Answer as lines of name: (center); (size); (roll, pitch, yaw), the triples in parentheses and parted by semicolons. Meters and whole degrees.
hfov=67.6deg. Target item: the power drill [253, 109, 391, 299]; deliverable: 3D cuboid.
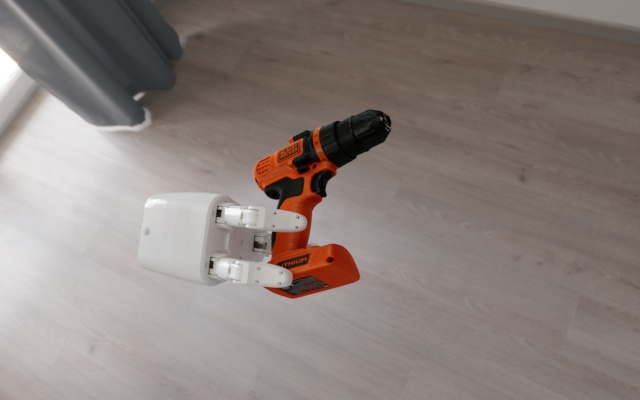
power drill: (0.000, 0.002, 0.519); (0.184, 0.187, 0.057); (-23, -40, 32)
